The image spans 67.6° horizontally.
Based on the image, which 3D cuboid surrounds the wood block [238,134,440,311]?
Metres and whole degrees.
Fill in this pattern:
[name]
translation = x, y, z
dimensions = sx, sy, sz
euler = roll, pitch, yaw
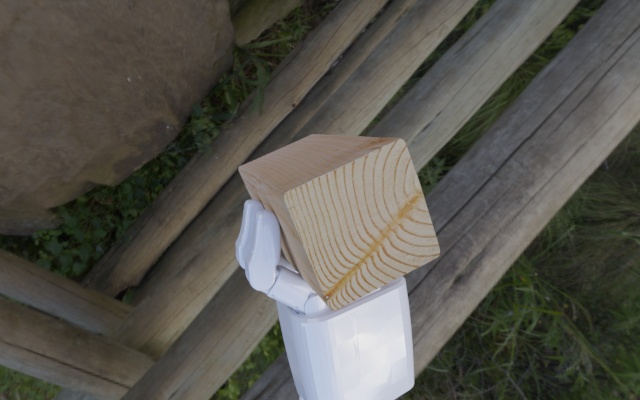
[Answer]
[wood block]
translation = 0.001, 0.002, 0.408
dimensions = 0.091, 0.090, 0.206
euler = -25, 15, -13
